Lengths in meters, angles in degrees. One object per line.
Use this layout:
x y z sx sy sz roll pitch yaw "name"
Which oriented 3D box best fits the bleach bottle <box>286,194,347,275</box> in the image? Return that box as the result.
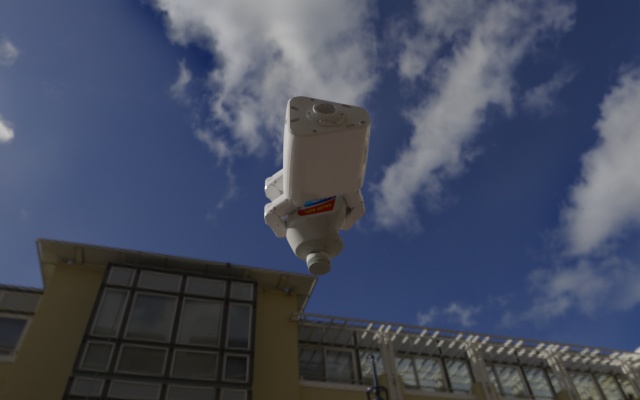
0.000 0.002 0.704 0.102 0.068 0.250 2 43 -6 "bleach bottle"
